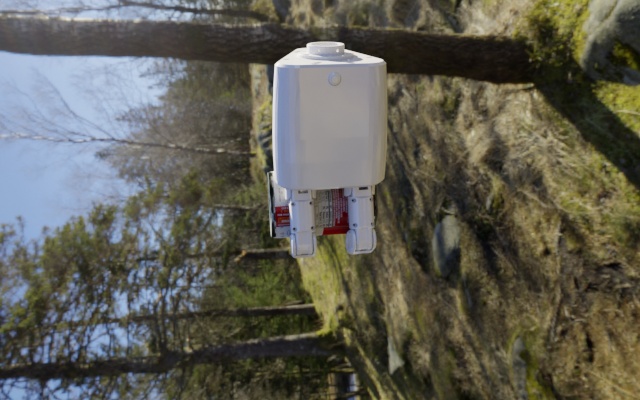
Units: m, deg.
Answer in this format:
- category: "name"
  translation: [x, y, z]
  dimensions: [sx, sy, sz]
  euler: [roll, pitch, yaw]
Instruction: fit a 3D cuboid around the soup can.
- category: "soup can"
  translation: [0.000, 0.002, 0.476]
  dimensions: [0.102, 0.068, 0.068]
  euler: [-3, 0, -7]
